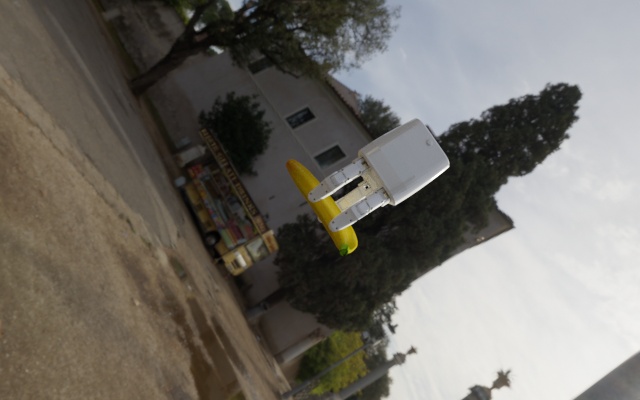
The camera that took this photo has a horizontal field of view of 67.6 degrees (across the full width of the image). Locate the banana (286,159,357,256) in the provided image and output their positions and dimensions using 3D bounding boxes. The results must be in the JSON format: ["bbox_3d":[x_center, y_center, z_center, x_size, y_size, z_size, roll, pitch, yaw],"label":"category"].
[{"bbox_3d":[0.008,0.013,0.748,0.037,0.197,0.070,-35,-32,1],"label":"banana"}]
